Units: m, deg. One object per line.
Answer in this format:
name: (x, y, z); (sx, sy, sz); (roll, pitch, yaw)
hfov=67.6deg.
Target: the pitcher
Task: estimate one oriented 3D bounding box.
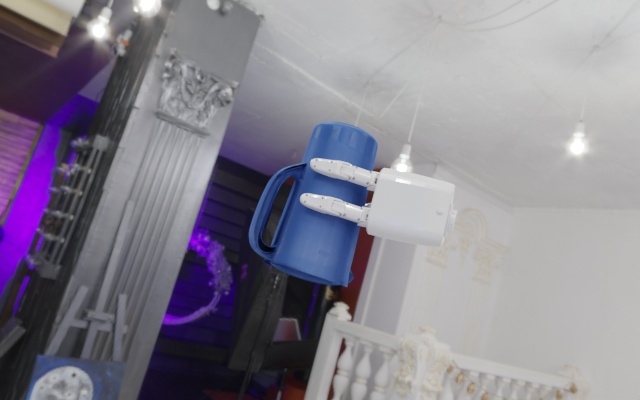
pitcher: (0.000, 0.002, 0.742); (0.145, 0.242, 0.149); (13, -11, 19)
